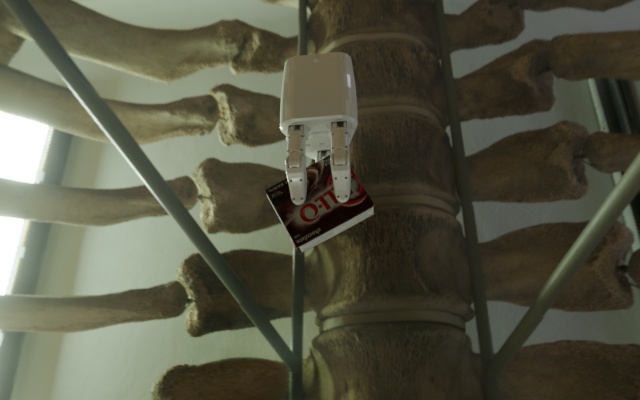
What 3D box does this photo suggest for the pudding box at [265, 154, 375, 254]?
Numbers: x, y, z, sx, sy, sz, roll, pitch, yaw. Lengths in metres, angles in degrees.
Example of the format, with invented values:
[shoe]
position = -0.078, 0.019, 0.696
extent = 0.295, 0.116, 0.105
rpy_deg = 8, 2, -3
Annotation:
[pudding box]
position = 0.000, 0.002, 0.608
extent = 0.113, 0.090, 0.039
rpy_deg = -30, -23, -4
